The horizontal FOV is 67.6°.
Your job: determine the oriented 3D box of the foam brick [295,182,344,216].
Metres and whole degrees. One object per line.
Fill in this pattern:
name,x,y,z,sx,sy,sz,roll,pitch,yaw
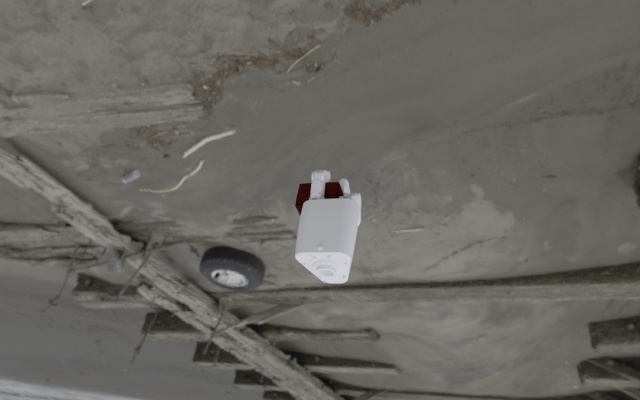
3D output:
foam brick,0.000,0.003,0.864,0.078,0.051,0.053,-2,-37,18
